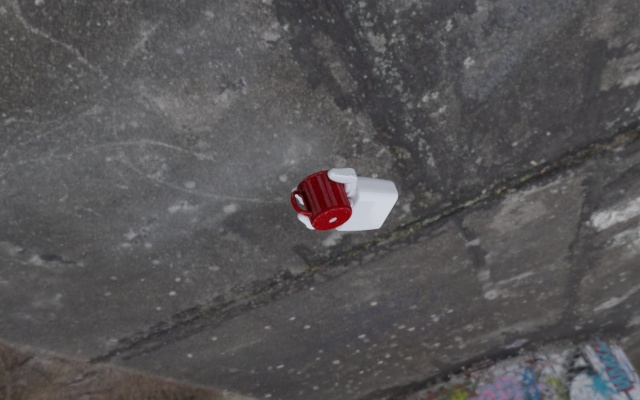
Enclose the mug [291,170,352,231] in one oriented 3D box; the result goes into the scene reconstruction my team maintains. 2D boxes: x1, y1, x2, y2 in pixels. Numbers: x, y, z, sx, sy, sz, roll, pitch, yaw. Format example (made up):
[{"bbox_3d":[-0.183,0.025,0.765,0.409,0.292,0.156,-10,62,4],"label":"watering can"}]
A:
[{"bbox_3d":[-0.001,0.003,0.888,0.117,0.081,0.093,0,-35,-32],"label":"mug"}]
